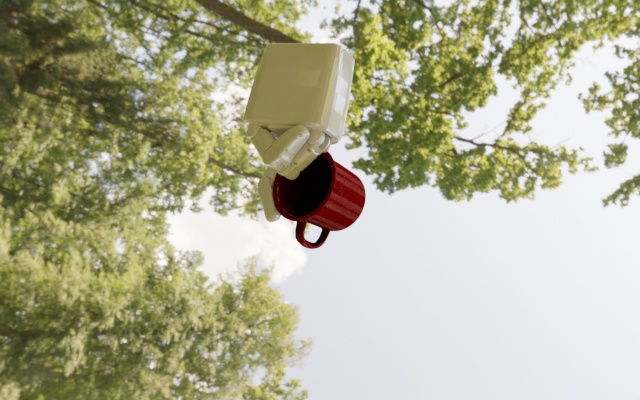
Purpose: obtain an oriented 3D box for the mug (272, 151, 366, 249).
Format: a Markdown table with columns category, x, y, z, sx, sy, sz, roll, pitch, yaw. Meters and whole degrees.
| category | x | y | z | sx | sy | sz | roll | pitch | yaw |
| --- | --- | --- | --- | --- | --- | --- | --- | --- | --- |
| mug | 0.000 | 0.003 | 0.581 | 0.093 | 0.117 | 0.081 | 2 | -15 | 38 |
